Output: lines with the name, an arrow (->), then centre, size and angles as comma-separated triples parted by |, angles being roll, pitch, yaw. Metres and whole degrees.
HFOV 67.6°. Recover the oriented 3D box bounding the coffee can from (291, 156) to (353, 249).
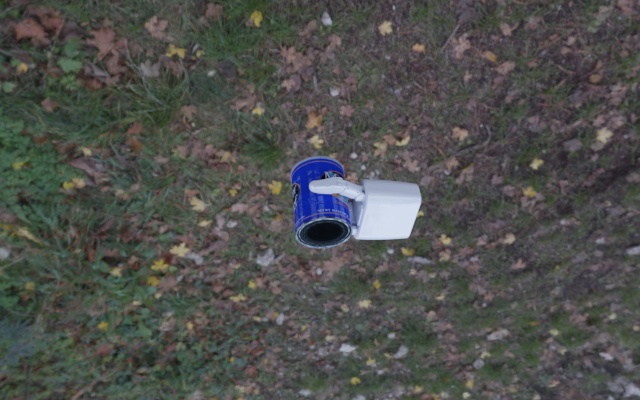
coffee can -> 0.000, 0.003, 0.883 | 0.103, 0.140, 0.103 | -4, -35, -3
